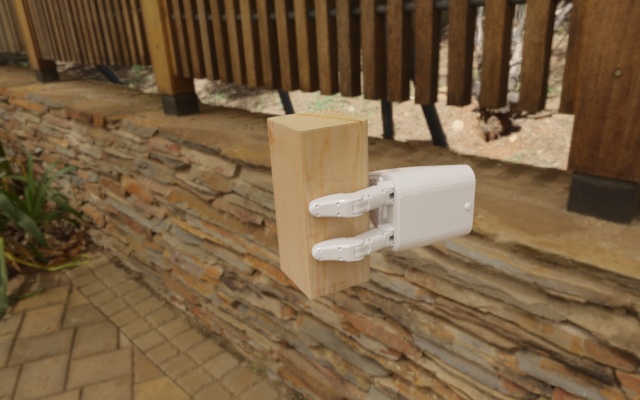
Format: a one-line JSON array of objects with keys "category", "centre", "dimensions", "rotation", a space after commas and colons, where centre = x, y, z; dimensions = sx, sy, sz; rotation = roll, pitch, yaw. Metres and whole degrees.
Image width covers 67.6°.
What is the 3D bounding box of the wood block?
[{"category": "wood block", "centre": [0.000, 0.002, 0.586], "dimensions": [0.090, 0.206, 0.090], "rotation": [-14, 24, -25]}]
